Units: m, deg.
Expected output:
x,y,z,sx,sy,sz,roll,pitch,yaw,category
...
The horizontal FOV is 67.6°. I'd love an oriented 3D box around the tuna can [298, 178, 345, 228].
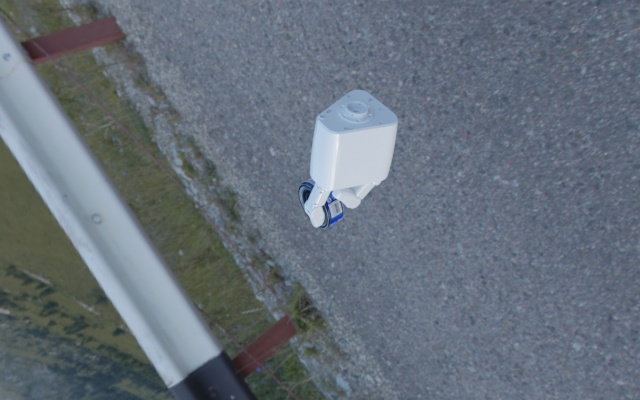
x,y,z,sx,sy,sz,roll,pitch,yaw,category
0.000,0.003,0.788,0.033,0.086,0.086,-30,14,-25,tuna can
